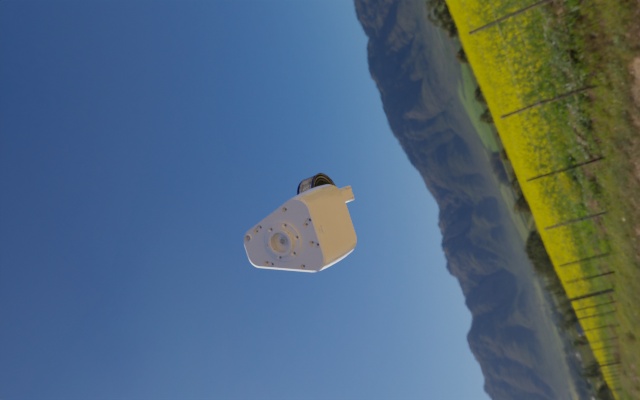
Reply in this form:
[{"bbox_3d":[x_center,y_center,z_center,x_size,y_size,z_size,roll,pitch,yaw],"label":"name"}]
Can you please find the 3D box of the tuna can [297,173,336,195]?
[{"bbox_3d":[0.000,0.003,0.748,0.034,0.086,0.086,-21,-10,27],"label":"tuna can"}]
